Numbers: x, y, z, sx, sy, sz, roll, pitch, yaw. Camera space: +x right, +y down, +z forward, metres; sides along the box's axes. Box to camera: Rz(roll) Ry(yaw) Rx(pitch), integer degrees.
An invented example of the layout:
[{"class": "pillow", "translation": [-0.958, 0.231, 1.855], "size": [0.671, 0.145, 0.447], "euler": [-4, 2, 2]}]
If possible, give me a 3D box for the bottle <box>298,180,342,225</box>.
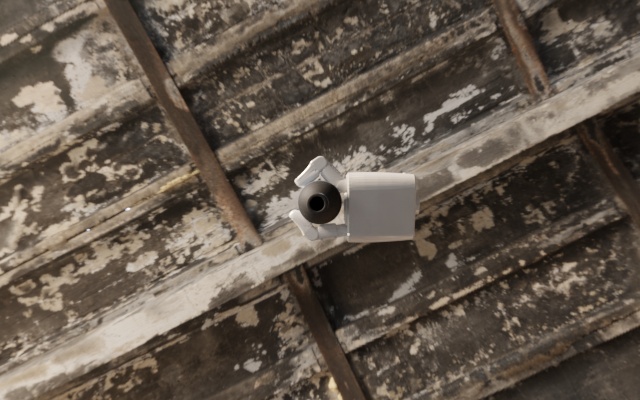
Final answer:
[{"class": "bottle", "translation": [0.000, 0.002, 0.753], "size": [0.069, 0.069, 0.295], "euler": [0, 1, 2]}]
